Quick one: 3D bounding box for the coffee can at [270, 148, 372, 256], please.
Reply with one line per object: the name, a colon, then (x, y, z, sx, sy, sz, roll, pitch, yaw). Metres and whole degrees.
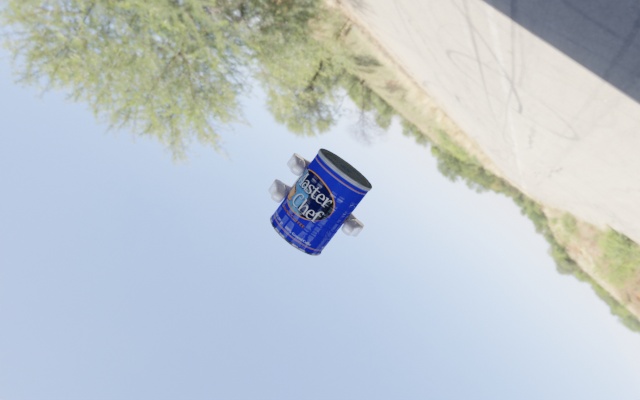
coffee can: (0.000, 0.002, 0.763, 0.103, 0.140, 0.102, 34, 15, -10)
